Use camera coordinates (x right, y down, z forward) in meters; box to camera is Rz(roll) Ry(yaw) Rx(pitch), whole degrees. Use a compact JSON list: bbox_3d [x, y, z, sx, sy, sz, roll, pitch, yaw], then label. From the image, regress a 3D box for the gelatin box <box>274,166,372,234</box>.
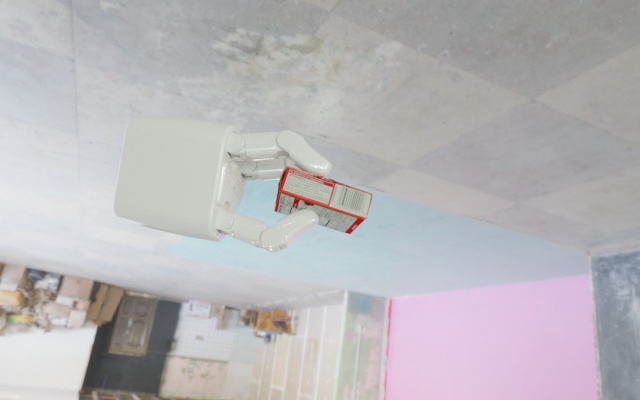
[{"bbox_3d":[0.000,0.002,0.481,0.089,0.030,0.073,18,-18,-3],"label":"gelatin box"}]
